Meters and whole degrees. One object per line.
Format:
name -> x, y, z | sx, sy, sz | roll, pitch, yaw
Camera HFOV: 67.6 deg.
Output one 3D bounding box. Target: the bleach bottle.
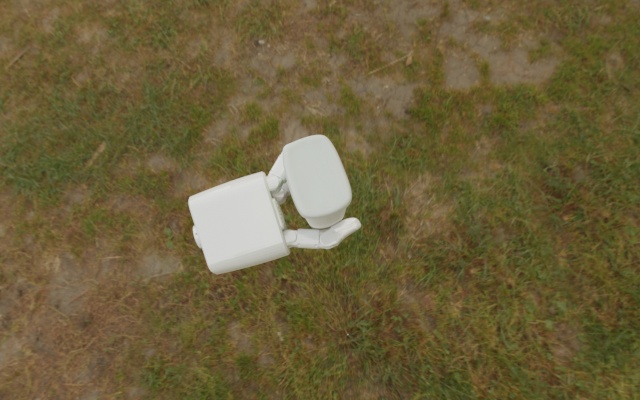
bleach bottle -> 0.000, 0.002, 0.665 | 0.068, 0.102, 0.251 | -18, -16, -2
